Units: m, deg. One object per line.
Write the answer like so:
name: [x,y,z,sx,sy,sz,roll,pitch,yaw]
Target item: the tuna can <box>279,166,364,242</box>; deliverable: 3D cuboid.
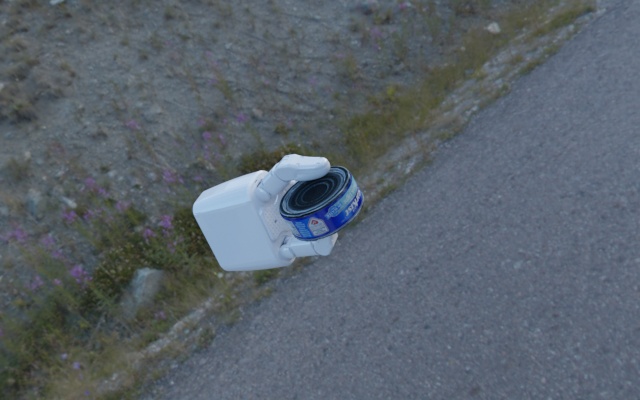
tuna can: [0.000,0.001,0.499,0.086,0.034,0.086,-24,28,14]
